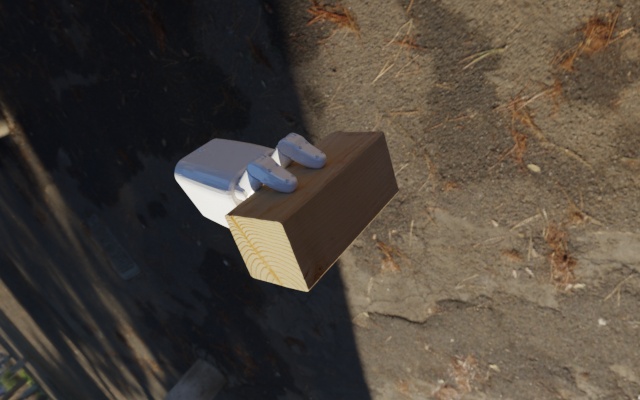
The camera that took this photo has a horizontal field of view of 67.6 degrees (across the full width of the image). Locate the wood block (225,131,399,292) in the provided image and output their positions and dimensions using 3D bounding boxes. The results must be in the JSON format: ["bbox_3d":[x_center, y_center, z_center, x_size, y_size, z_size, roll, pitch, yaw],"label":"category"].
[{"bbox_3d":[0.000,0.002,0.571,0.090,0.091,0.206,5,35,39],"label":"wood block"}]
